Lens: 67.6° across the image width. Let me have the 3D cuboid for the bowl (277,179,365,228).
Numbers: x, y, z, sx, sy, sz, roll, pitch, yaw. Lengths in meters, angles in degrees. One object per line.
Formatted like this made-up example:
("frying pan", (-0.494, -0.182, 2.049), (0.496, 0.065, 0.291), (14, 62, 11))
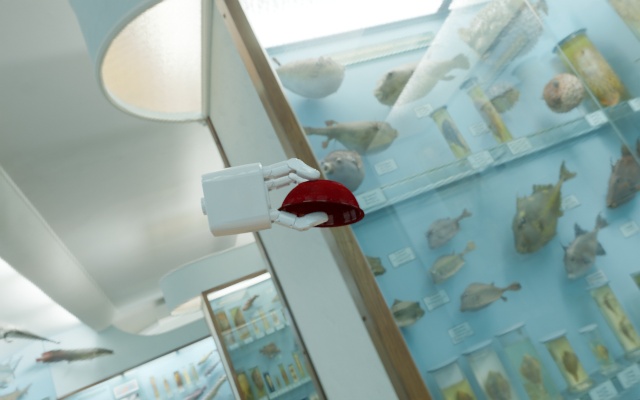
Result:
("bowl", (0.001, 0.003, 0.873), (0.162, 0.055, 0.162), (1, -19, 0))
